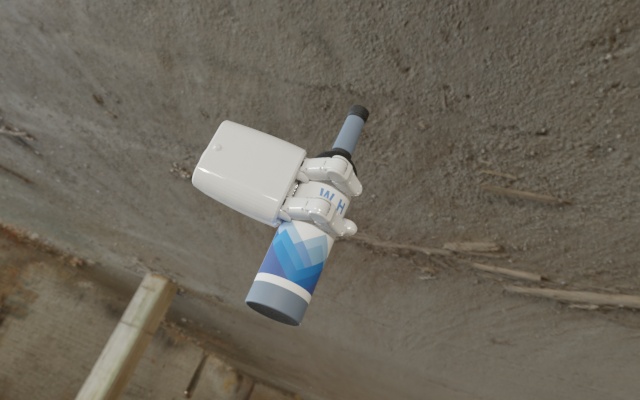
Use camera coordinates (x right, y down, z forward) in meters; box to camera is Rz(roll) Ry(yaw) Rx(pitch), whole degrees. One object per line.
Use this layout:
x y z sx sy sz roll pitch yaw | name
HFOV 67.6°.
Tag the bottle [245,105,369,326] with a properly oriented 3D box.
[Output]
0.000 0.002 0.585 0.069 0.295 0.069 19 -25 9 | bottle
